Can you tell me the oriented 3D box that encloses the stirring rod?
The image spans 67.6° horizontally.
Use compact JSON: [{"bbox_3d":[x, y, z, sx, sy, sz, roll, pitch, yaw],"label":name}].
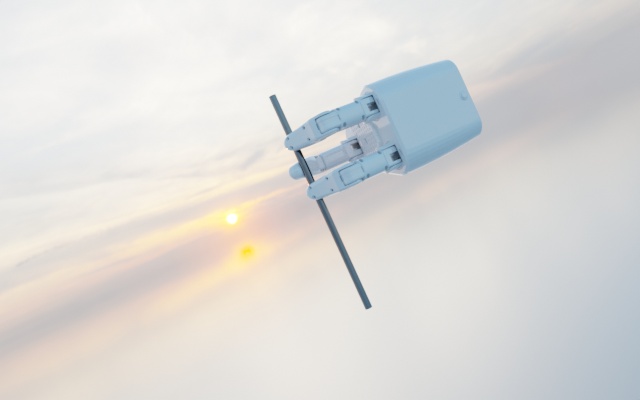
[{"bbox_3d":[0.000,0.002,0.493,0.011,0.239,0.011,-25,0,0],"label":"stirring rod"}]
